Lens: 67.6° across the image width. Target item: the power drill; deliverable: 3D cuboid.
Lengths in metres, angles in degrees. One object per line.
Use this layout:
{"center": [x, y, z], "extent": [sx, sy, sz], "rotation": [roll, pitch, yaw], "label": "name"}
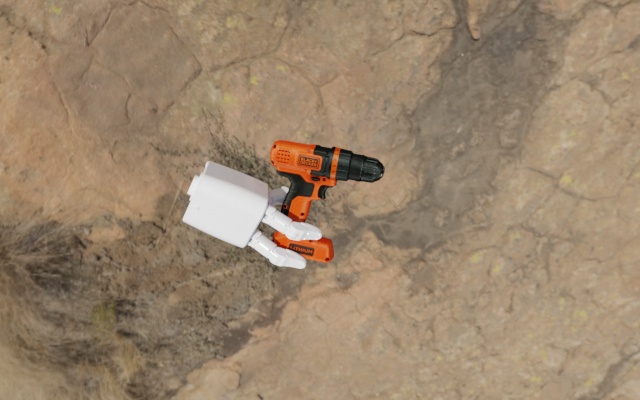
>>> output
{"center": [0.000, 0.003, 0.781], "extent": [0.184, 0.188, 0.057], "rotation": [11, 14, 7], "label": "power drill"}
